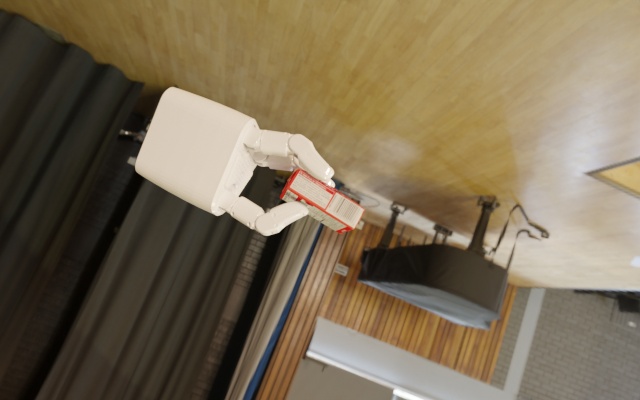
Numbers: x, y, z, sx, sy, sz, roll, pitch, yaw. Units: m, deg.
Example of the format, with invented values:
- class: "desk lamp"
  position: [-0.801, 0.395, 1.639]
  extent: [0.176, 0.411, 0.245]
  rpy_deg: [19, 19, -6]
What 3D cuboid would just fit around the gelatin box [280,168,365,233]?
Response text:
- class: "gelatin box"
  position: [0.000, 0.002, 0.547]
  extent: [0.089, 0.030, 0.073]
  rpy_deg: [32, -12, -4]
